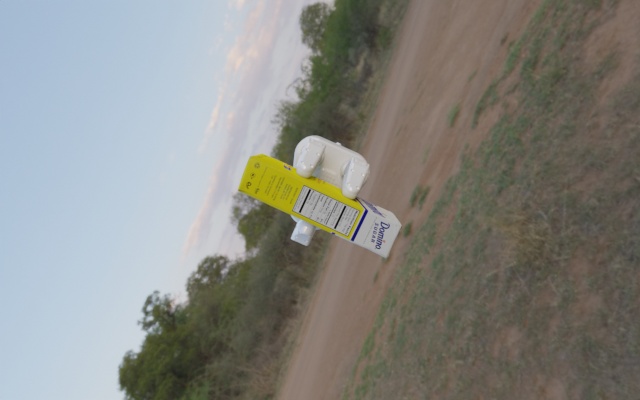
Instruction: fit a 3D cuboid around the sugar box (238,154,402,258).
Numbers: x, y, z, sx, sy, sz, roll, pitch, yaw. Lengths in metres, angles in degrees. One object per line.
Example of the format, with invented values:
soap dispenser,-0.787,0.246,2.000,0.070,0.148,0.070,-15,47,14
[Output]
sugar box,0.000,0.001,0.540,0.176,0.048,0.093,22,8,-2
